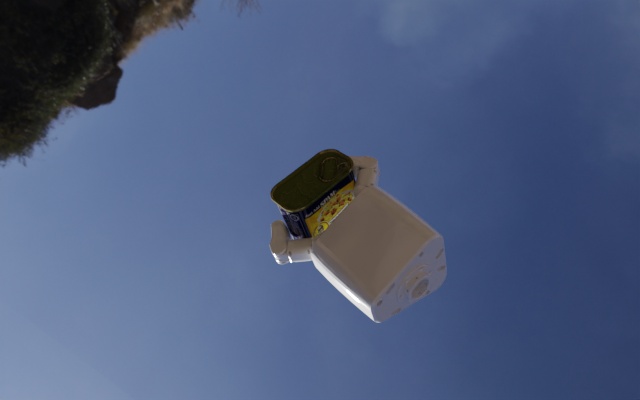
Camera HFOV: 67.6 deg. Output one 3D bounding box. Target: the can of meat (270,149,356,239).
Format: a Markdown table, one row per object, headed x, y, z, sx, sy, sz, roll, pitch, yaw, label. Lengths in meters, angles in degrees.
| x | y | z | sx | sy | sz | roll | pitch | yaw | label |
| --- | --- | --- | --- | --- | --- | --- | --- | --- | --- |
| 0.000 | 0.002 | 0.580 | 0.102 | 0.084 | 0.057 | -39 | 47 | -18 | can of meat |
